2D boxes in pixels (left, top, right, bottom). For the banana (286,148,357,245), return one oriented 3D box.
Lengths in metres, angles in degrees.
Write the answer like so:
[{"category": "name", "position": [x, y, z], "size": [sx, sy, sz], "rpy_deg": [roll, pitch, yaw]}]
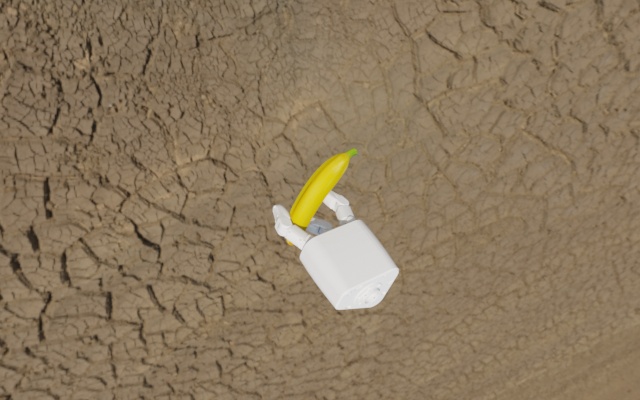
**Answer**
[{"category": "banana", "position": [-0.008, -0.002, 0.770], "size": [0.037, 0.198, 0.069], "rpy_deg": [45, 17, 29]}]
